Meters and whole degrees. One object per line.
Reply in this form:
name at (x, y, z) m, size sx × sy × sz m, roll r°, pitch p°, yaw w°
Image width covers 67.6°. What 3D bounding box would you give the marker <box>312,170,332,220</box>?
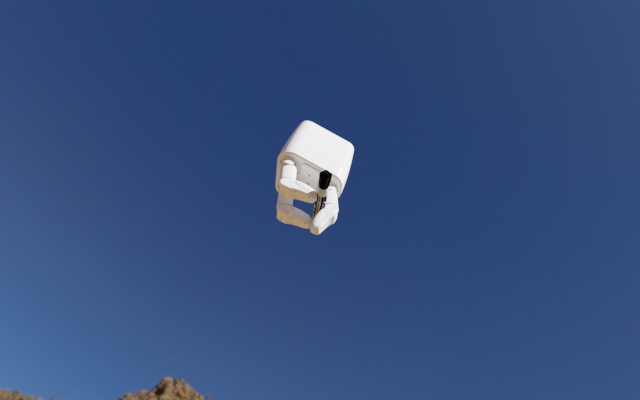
marker at (0.000, 0.002, 0.717) m, size 0.020 × 0.121 × 0.020 m, roll 6°, pitch 43°, yaw -5°
